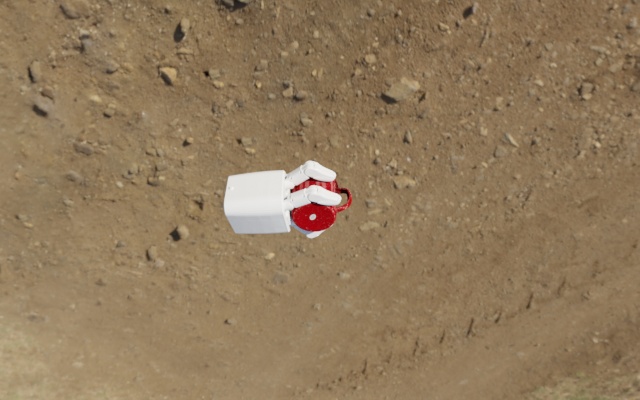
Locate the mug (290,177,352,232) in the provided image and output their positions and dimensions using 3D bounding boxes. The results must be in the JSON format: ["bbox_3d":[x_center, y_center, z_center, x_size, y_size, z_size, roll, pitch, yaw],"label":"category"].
[{"bbox_3d":[0.002,0.003,0.886,0.117,0.081,0.093,-4,-45,3],"label":"mug"}]
